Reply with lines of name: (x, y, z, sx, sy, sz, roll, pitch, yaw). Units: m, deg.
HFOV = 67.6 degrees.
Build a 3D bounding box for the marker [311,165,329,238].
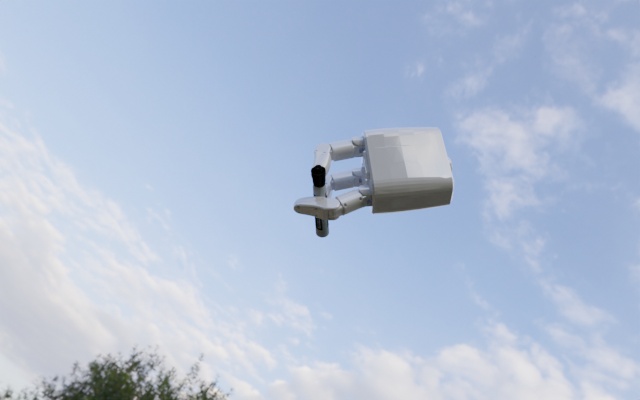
marker: (0.000, 0.002, 0.629, 0.020, 0.121, 0.020, -2, 44, 2)
